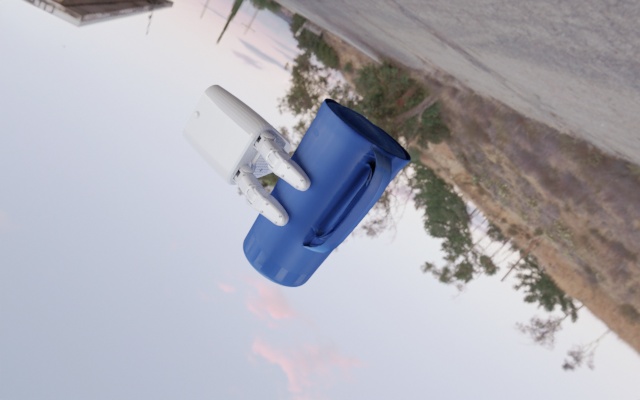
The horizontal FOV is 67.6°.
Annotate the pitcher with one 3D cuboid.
[{"bbox_3d":[0.000,0.002,0.631,0.145,0.243,0.149,41,20,16],"label":"pitcher"}]
